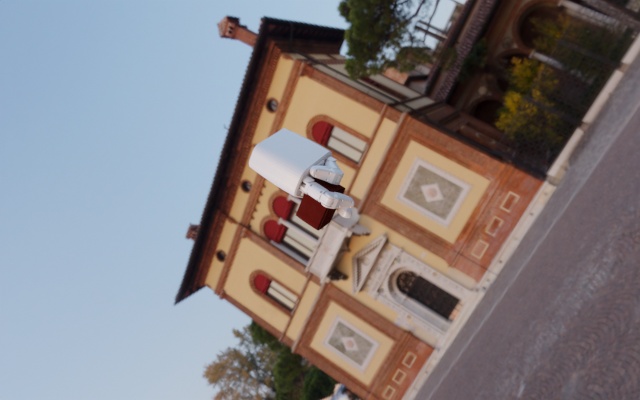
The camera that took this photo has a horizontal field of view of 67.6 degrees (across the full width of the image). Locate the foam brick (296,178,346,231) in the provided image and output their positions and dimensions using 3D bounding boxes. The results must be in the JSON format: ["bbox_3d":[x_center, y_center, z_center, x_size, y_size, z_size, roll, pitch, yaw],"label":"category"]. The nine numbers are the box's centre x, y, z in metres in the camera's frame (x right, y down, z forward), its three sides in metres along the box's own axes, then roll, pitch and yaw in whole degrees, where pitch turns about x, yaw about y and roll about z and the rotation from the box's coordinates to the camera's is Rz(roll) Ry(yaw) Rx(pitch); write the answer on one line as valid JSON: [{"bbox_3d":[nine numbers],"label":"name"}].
[{"bbox_3d":[0.000,0.003,0.848,0.051,0.078,0.053,30,24,16],"label":"foam brick"}]
